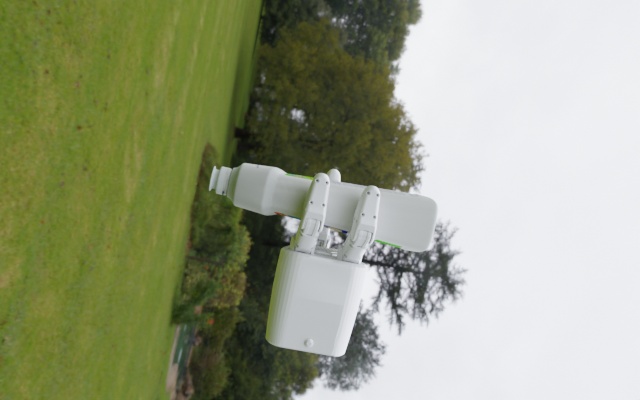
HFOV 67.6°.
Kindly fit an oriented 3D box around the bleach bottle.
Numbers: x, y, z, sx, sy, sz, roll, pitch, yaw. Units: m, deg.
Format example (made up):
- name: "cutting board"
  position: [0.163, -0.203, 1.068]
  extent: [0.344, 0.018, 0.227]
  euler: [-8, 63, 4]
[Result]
- name: "bleach bottle"
  position: [0.000, 0.002, 0.553]
  extent: [0.251, 0.068, 0.102]
  euler: [12, 0, -7]
